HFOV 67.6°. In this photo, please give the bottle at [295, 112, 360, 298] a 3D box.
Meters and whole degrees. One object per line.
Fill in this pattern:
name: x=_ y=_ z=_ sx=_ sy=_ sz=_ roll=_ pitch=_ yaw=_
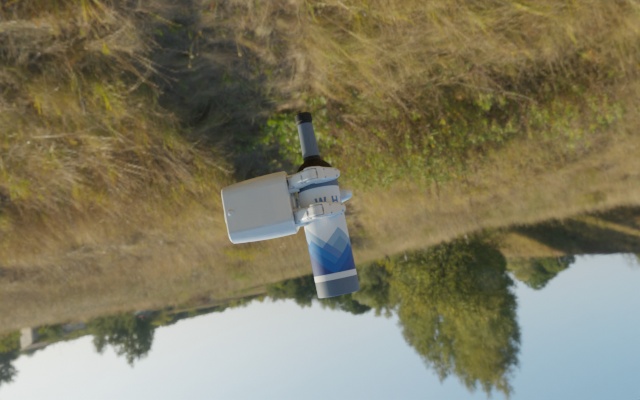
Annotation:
bottle: x=0.000 y=0.003 z=0.762 sx=0.069 sy=0.295 sz=0.069 roll=-11 pitch=-8 yaw=-2
